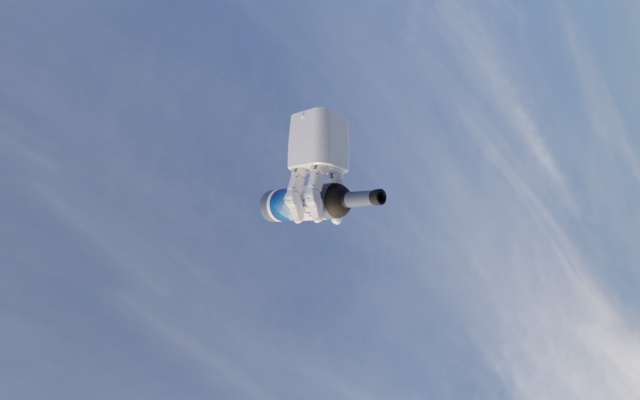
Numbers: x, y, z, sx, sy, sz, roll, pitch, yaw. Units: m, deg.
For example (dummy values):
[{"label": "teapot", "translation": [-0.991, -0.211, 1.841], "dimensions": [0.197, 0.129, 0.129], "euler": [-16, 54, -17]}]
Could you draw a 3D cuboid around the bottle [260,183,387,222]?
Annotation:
[{"label": "bottle", "translation": [0.000, 0.003, 0.898], "dimensions": [0.069, 0.069, 0.296], "euler": [0, -4, -44]}]
